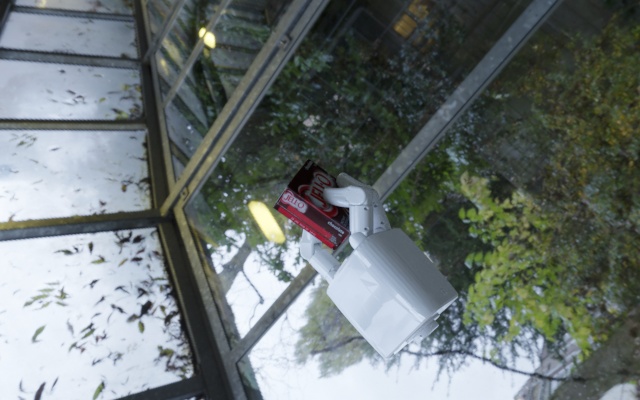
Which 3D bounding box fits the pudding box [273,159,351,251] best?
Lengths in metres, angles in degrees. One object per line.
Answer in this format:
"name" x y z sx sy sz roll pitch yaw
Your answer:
"pudding box" 0.000 0.002 0.587 0.090 0.039 0.113 36 22 -4
